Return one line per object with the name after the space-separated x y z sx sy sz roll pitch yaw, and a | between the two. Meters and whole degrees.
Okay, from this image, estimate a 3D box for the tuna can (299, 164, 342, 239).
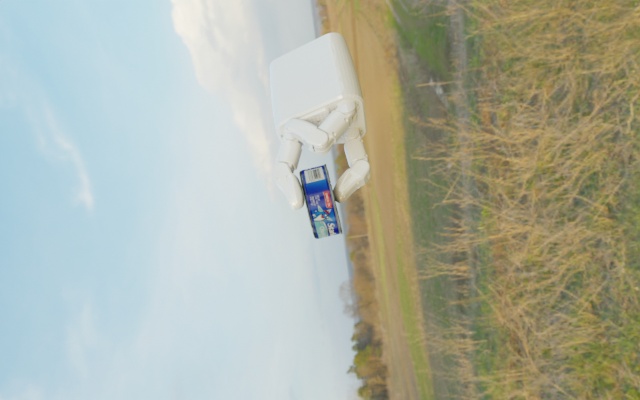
0.000 0.002 0.569 0.034 0.086 0.086 -13 0 0 | tuna can
